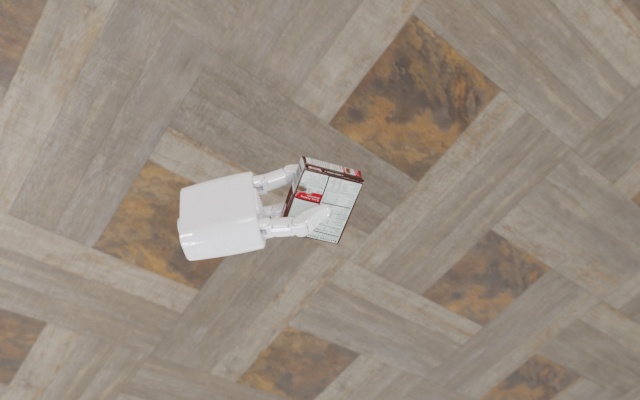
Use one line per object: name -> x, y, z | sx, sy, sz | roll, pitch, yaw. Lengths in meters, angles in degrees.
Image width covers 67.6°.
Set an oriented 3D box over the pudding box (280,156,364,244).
pudding box -> 0.000, 0.002, 0.677 | 0.090, 0.113, 0.039 | 13, 31, -15
